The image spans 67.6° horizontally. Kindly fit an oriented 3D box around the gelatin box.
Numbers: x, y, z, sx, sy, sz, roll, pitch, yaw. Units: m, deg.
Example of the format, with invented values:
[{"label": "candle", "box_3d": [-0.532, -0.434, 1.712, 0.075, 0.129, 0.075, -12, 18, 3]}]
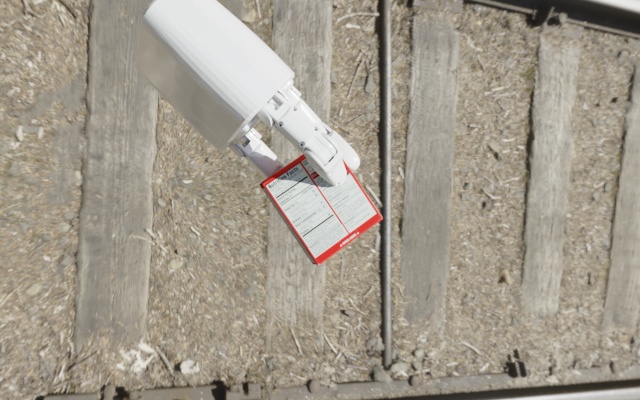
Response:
[{"label": "gelatin box", "box_3d": [0.000, 0.002, 0.427, 0.073, 0.089, 0.030, -35, 5, -12]}]
